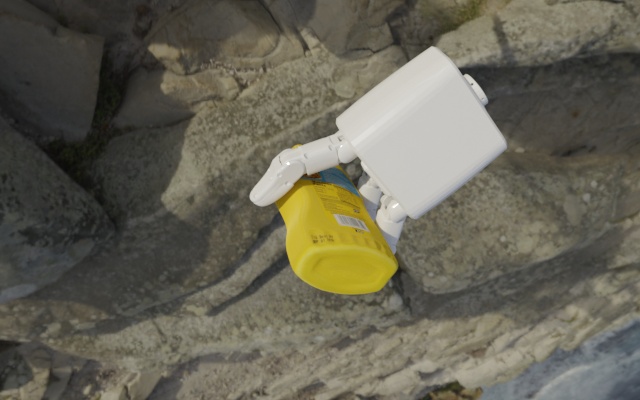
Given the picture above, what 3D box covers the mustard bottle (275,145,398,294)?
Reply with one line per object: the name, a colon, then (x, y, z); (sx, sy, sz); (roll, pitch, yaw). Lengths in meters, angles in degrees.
mustard bottle: (0.000, 0.002, 0.467); (0.096, 0.058, 0.191); (14, 32, -28)
